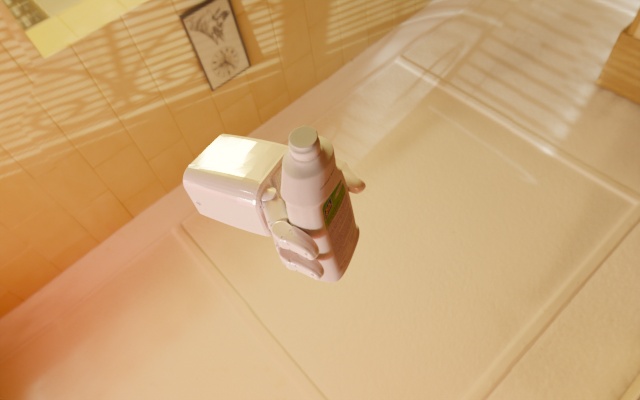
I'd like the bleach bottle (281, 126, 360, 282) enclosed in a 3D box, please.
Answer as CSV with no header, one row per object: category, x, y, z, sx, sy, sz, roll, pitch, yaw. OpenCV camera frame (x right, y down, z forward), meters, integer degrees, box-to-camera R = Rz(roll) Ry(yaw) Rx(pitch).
bleach bottle,0.000,0.002,0.563,0.068,0.102,0.251,14,-31,16
